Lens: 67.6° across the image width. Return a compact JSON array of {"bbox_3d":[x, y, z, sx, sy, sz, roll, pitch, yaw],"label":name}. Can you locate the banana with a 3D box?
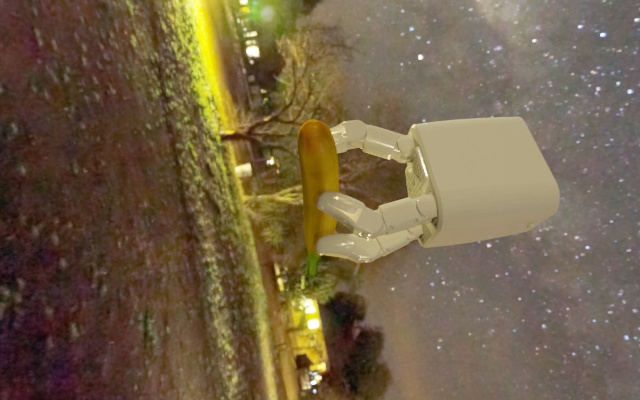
[{"bbox_3d":[0.000,-0.010,0.453,0.037,0.069,0.198,-2,-44,0],"label":"banana"}]
